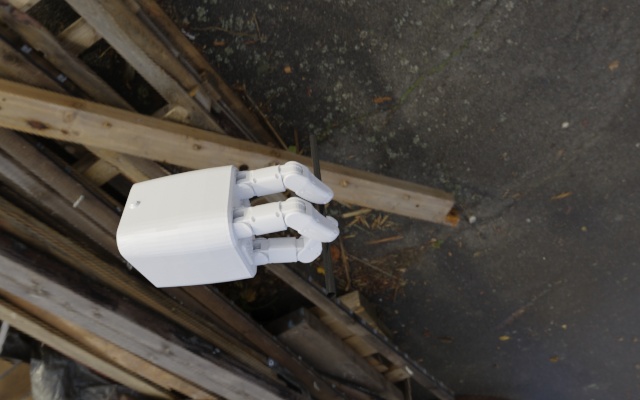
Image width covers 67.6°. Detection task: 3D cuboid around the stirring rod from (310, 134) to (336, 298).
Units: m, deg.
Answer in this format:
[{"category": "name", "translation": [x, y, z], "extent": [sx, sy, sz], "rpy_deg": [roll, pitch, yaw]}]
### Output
[{"category": "stirring rod", "translation": [0.000, 0.002, 0.500], "extent": [0.011, 0.011, 0.239], "rpy_deg": [0, 42, -6]}]
